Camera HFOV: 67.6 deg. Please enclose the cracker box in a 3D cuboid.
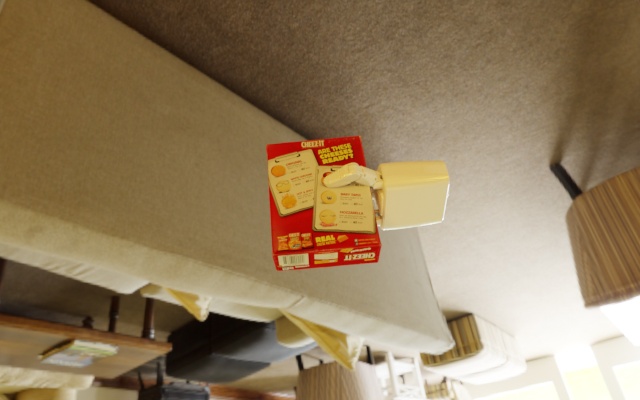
[{"bbox_3d":[0.000,0.003,0.780,0.164,0.213,0.072,-5,-33,-3],"label":"cracker box"}]
